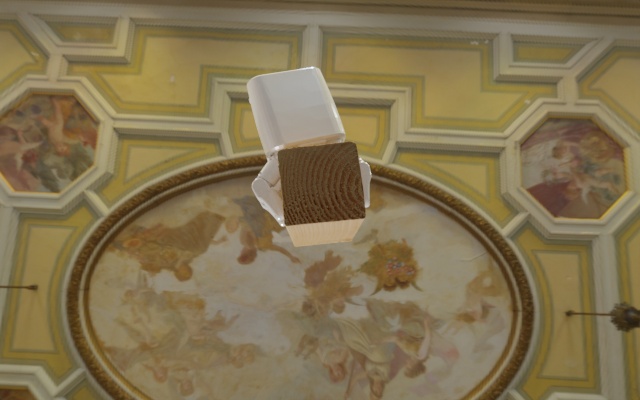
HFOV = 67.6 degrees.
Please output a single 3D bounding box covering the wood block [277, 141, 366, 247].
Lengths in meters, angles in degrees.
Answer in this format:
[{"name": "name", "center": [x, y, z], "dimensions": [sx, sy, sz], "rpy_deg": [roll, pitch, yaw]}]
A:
[{"name": "wood block", "center": [0.000, 0.002, 0.619], "dimensions": [0.091, 0.090, 0.206], "rpy_deg": [-6, -11, -1]}]
